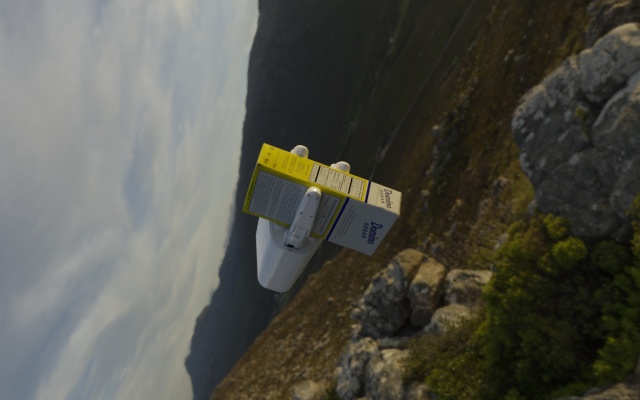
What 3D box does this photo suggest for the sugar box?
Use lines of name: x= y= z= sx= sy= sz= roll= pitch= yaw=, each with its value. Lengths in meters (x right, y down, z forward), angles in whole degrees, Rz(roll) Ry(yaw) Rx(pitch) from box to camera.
sugar box: x=0.000 y=0.002 z=0.586 sx=0.176 sy=0.048 sz=0.093 roll=18 pitch=-41 yaw=-7
